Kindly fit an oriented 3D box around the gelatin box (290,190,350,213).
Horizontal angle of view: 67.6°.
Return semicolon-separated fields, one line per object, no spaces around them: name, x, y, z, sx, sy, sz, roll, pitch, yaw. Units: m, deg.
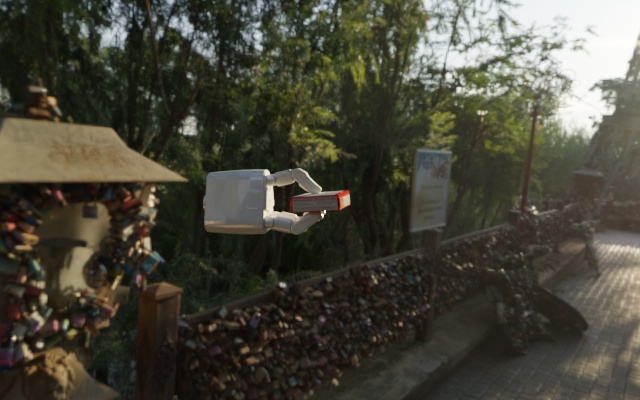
gelatin box;0.000;0.002;0.833;0.089;0.030;0.073;-4;5;18
